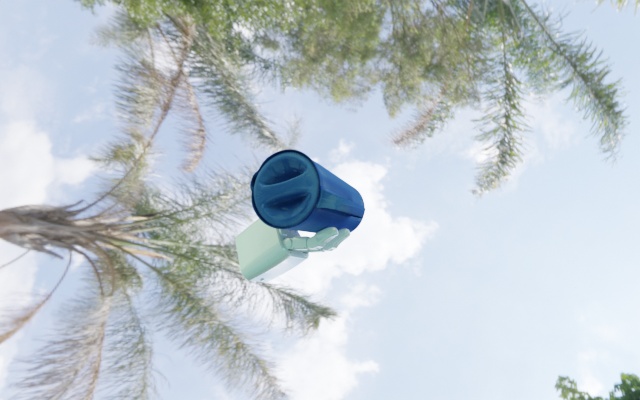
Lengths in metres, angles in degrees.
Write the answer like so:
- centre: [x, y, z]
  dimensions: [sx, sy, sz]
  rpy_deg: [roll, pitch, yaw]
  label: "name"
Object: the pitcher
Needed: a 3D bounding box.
- centre: [0.000, 0.003, 0.876]
  dimensions: [0.145, 0.149, 0.243]
  rpy_deg: [-35, -23, 18]
  label: "pitcher"
